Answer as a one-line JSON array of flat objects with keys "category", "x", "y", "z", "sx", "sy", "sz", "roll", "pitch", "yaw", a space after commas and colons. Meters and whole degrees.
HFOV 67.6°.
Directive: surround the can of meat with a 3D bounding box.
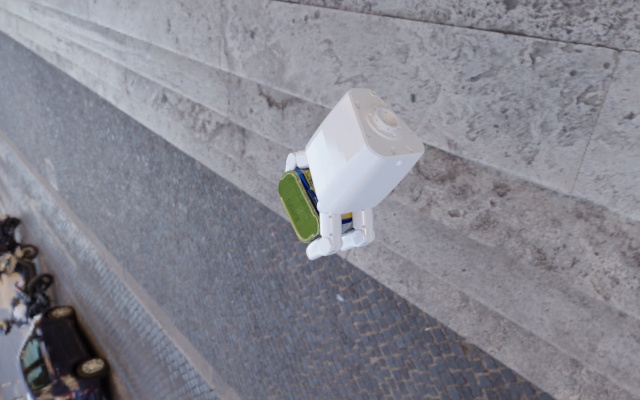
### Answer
[{"category": "can of meat", "x": 0.000, "y": 0.002, "z": 0.642, "sx": 0.084, "sy": 0.102, "sz": 0.057, "roll": -11, "pitch": -24, "yaw": -40}]
